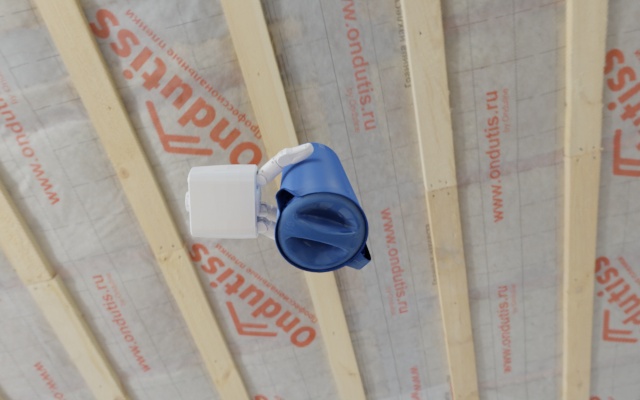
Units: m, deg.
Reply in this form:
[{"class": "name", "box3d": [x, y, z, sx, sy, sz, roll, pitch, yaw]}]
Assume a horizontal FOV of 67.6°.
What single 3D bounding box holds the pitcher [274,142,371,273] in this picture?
[{"class": "pitcher", "box3d": [0.000, 0.002, 0.773, 0.145, 0.149, 0.242, -2, 27, -3]}]
